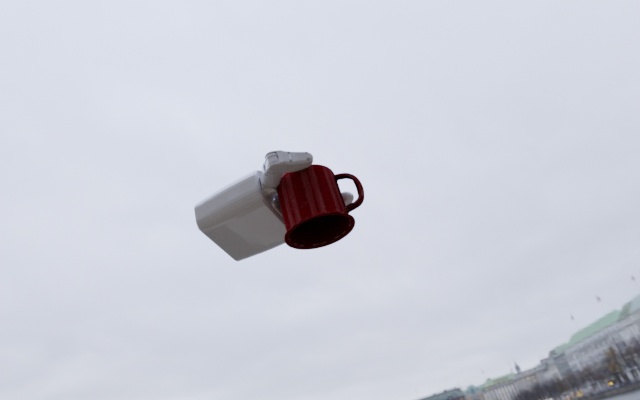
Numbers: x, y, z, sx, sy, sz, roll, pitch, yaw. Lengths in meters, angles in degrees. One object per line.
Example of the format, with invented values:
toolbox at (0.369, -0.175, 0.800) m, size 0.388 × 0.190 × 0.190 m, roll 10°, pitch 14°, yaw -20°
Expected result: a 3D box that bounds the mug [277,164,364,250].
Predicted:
mug at (0.001, 0.001, 0.620) m, size 0.117 × 0.081 × 0.093 m, roll -25°, pitch -30°, yaw 14°
